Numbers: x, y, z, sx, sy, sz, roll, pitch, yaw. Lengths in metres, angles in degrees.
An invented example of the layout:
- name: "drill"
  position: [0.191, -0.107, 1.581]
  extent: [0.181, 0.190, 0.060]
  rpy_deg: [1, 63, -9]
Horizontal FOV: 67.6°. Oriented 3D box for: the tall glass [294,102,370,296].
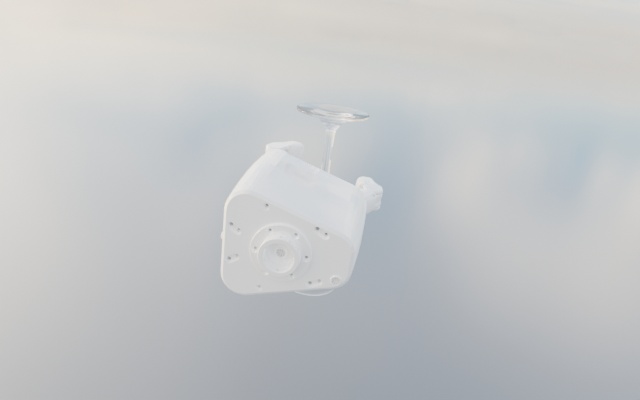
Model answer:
- name: "tall glass"
  position: [0.000, 0.001, 0.516]
  extent: [0.079, 0.201, 0.079]
  rpy_deg: [7, 22, -3]
